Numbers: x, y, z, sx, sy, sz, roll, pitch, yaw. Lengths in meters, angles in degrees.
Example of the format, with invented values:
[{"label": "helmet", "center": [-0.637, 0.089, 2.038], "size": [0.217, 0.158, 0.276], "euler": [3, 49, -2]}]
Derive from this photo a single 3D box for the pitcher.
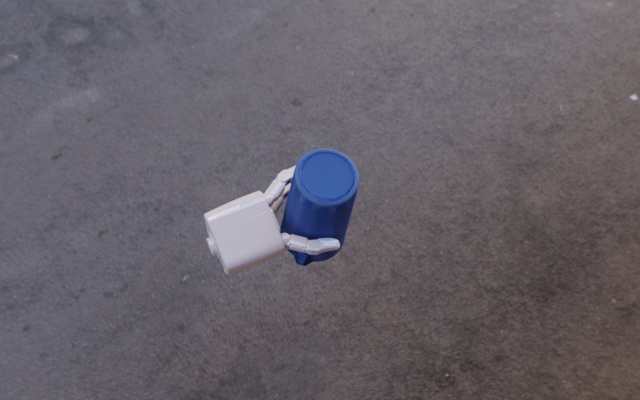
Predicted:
[{"label": "pitcher", "center": [0.000, 0.003, 0.874], "size": [0.145, 0.149, 0.243], "euler": [-21, -22, -17]}]
